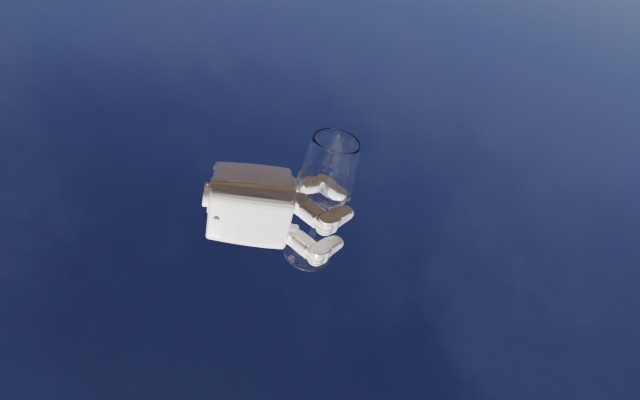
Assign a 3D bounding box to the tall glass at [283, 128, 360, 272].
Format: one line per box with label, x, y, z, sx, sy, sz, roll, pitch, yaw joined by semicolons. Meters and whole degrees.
tall glass;0.000;0.003;0.658;0.079;0.201;0.079;10;36;-7
